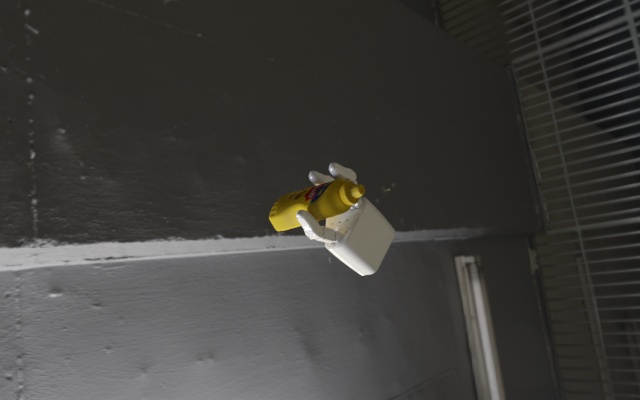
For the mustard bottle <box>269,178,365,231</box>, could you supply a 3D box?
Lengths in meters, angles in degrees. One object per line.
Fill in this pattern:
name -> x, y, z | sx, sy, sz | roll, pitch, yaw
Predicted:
mustard bottle -> 0.000, 0.003, 0.858 | 0.191, 0.058, 0.096 | -16, 19, 41
